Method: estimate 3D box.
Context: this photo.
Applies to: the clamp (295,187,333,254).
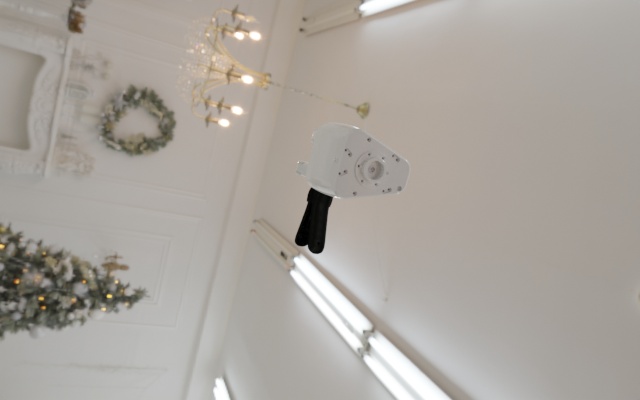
[{"bbox_3d":[0.001,0.002,0.737,0.039,0.171,0.120,12,7,-19],"label":"clamp"}]
